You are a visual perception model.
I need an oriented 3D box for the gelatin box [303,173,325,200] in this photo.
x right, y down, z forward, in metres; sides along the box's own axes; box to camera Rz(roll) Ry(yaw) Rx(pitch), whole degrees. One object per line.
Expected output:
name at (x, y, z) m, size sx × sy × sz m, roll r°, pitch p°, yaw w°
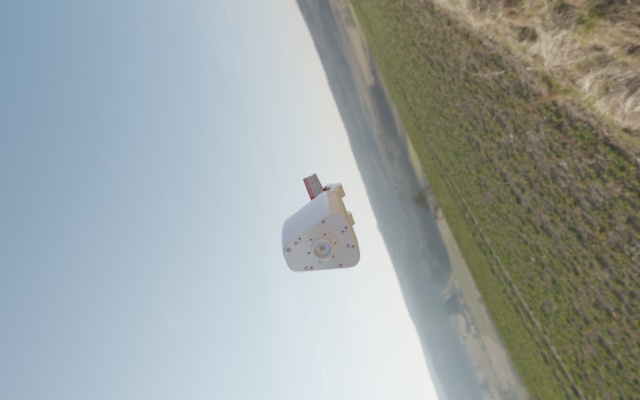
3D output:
gelatin box at (0.000, 0.003, 0.850) m, size 0.030 × 0.073 × 0.089 m, roll -23°, pitch 28°, yaw -1°
